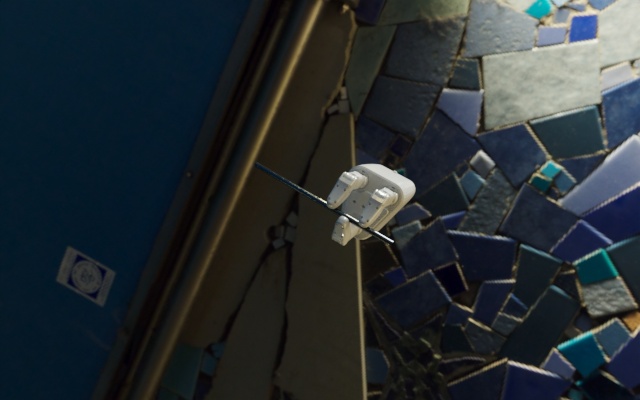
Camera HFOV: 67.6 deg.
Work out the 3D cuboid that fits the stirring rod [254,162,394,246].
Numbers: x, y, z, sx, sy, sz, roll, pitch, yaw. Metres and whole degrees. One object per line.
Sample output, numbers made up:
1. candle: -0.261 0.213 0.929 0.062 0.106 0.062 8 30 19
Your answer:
1. stirring rod: 0.000 0.002 0.697 0.239 0.011 0.011 30 10 17
